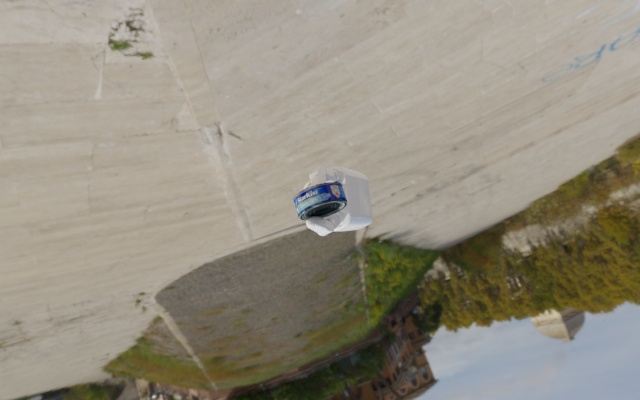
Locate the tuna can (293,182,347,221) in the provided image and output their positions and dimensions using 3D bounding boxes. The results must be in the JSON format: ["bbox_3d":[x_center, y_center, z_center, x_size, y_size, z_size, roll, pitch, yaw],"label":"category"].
[{"bbox_3d":[0.000,0.003,0.785,0.086,0.033,0.086,-16,-17,-5],"label":"tuna can"}]
